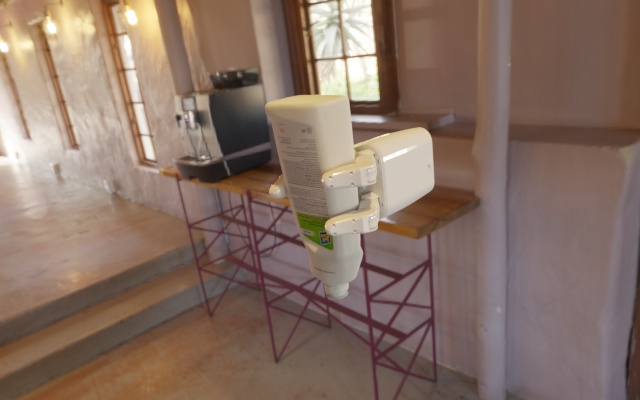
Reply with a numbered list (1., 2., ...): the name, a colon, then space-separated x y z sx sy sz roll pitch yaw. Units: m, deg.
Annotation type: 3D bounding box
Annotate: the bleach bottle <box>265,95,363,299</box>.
1. bleach bottle: 0.000 0.002 0.584 0.068 0.251 0.102 -24 25 -38
